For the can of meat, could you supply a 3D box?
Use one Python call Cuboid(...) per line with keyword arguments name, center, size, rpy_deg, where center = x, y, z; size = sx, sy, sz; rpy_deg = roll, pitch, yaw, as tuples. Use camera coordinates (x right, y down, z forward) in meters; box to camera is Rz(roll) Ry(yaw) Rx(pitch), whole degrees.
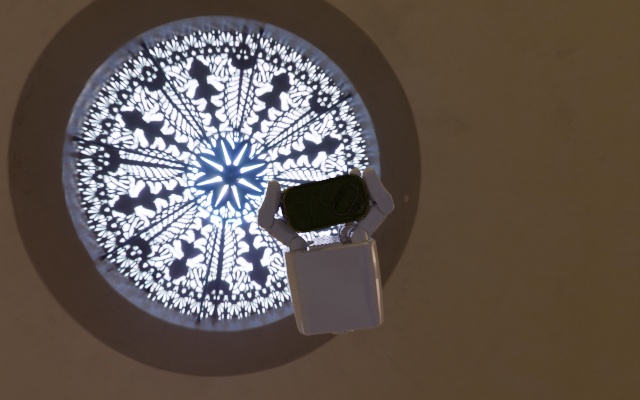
Cuboid(name="can of meat", center=(0.000, 0.002, 0.600), size=(0.102, 0.057, 0.084), rpy_deg=(-13, 4, -10))
